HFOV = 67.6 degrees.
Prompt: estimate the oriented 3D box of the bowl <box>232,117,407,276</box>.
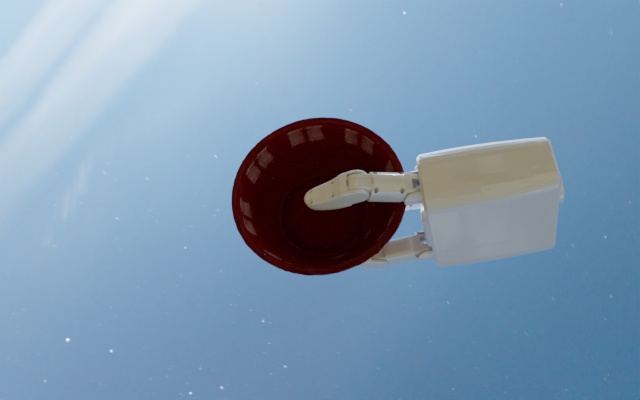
[{"bbox_3d":[-0.001,0.001,0.458,0.162,0.162,0.055,0,-26,6],"label":"bowl"}]
